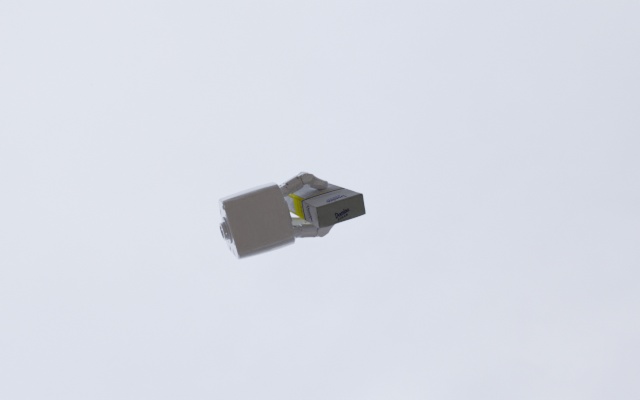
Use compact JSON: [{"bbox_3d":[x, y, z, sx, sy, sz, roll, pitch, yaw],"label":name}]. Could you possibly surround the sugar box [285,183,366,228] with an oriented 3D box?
[{"bbox_3d":[0.000,0.003,0.881,0.093,0.048,0.176,-17,19,-21],"label":"sugar box"}]
